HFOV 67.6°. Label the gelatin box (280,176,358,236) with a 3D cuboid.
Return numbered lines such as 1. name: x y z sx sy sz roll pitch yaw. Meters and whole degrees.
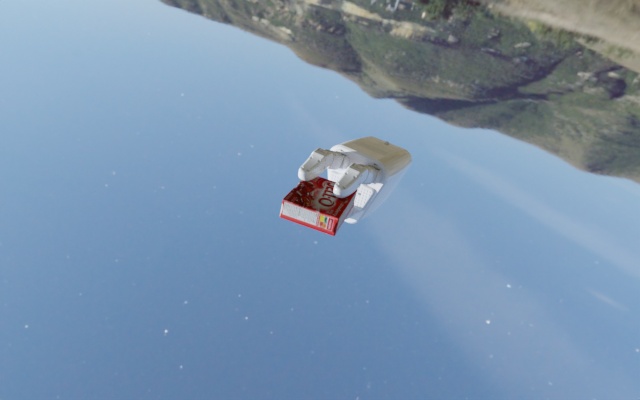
1. gelatin box: 0.000 0.003 0.605 0.073 0.030 0.089 19 31 12
